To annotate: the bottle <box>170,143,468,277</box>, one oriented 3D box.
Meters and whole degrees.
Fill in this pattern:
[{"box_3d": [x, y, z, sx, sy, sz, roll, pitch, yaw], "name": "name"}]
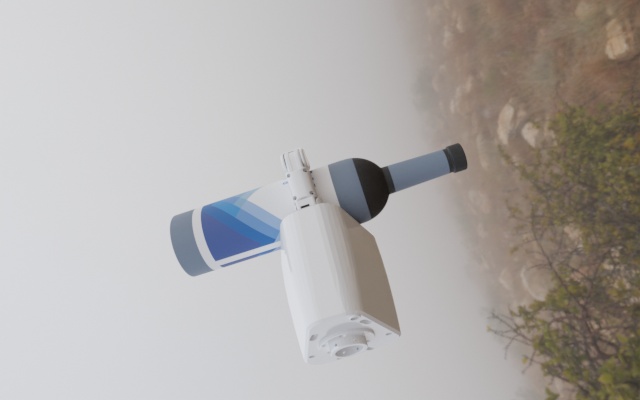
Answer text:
[{"box_3d": [0.000, 0.002, 0.480, 0.296, 0.069, 0.069, -18, -2, 5], "name": "bottle"}]
